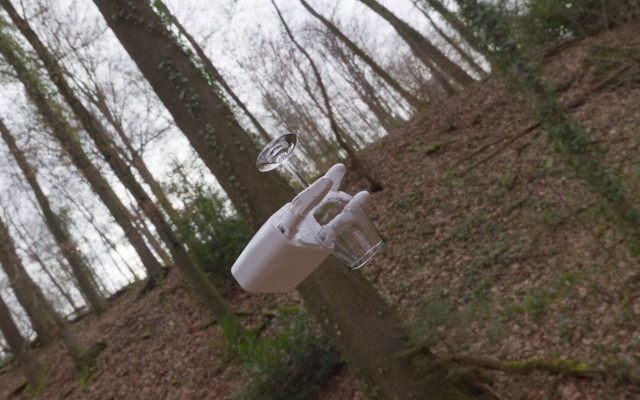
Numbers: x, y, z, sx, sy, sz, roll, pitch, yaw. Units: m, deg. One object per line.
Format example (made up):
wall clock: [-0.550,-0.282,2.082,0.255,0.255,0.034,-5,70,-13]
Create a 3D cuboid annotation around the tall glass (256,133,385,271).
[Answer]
tall glass: [0.000,0.002,0.658,0.079,0.201,0.079,-37,-18,-14]
